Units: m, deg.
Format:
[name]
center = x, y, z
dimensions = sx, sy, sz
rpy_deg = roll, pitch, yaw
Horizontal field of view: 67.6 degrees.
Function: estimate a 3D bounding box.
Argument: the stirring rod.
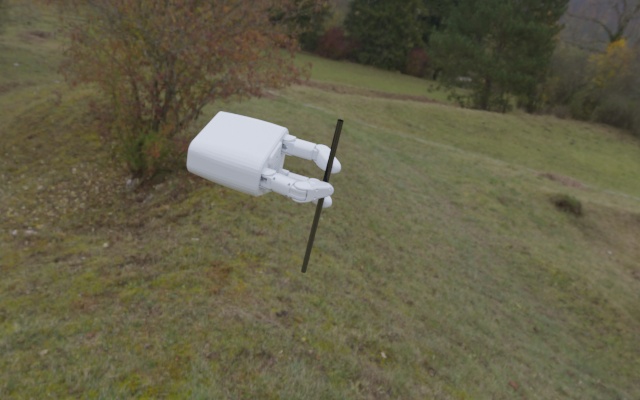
[stirring rod]
center = 0.000, 0.002, 0.663
dimensions = 0.011, 0.240, 0.011
rpy_deg = 11, 27, -6
